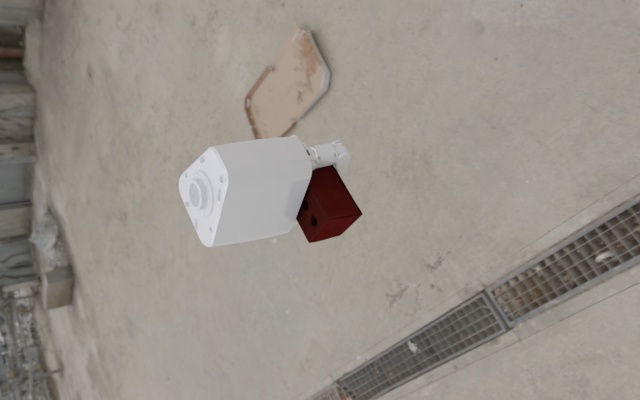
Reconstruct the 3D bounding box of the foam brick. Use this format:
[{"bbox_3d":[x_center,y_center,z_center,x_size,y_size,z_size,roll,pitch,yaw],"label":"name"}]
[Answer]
[{"bbox_3d":[0.000,0.002,0.558,0.051,0.078,0.053,-11,-28,-40],"label":"foam brick"}]
